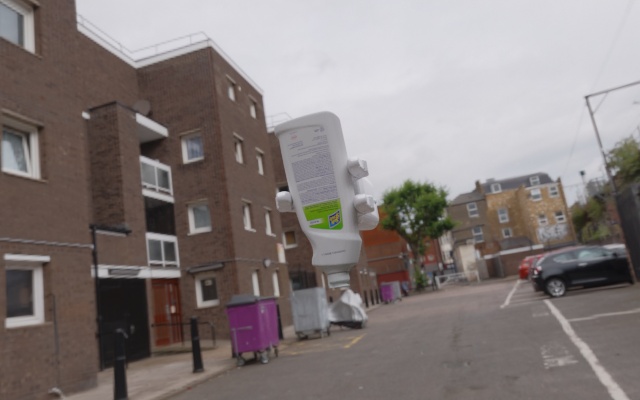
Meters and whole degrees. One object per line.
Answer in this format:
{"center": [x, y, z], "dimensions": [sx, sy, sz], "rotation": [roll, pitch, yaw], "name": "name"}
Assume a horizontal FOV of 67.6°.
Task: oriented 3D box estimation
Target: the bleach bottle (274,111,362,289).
{"center": [0.000, 0.002, 0.697], "dimensions": [0.102, 0.250, 0.068], "rotation": [-13, -12, 21], "name": "bleach bottle"}
